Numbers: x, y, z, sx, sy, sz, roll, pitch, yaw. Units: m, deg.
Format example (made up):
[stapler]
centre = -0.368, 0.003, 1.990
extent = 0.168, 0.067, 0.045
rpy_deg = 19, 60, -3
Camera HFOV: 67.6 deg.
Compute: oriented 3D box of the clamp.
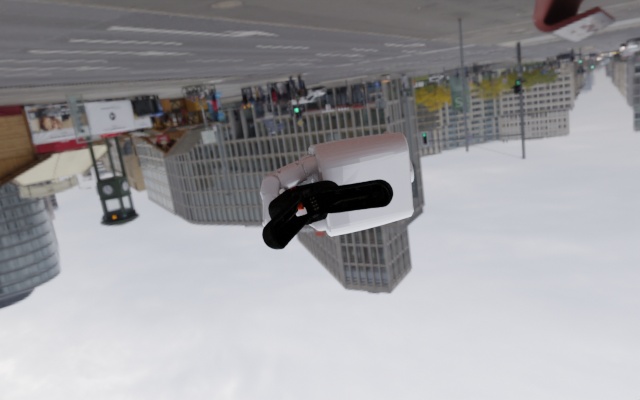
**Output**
[clamp]
centre = 0.000, 0.002, 0.475
extent = 0.120, 0.039, 0.171
rpy_deg = -14, 12, -4
